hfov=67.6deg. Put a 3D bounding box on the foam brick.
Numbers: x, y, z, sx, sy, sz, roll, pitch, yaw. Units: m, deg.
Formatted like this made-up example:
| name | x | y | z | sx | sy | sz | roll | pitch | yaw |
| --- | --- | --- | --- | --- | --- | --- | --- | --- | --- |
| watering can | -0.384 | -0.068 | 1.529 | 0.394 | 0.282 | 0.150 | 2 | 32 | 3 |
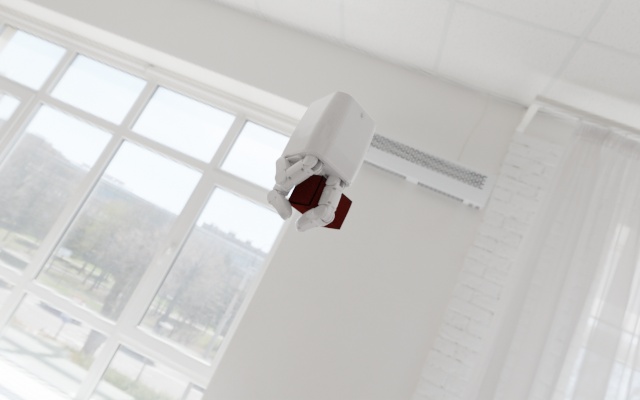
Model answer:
| name | x | y | z | sx | sy | sz | roll | pitch | yaw |
| --- | --- | --- | --- | --- | --- | --- | --- | --- | --- |
| foam brick | 0.000 | 0.003 | 0.717 | 0.053 | 0.051 | 0.078 | 9 | -23 | 46 |
